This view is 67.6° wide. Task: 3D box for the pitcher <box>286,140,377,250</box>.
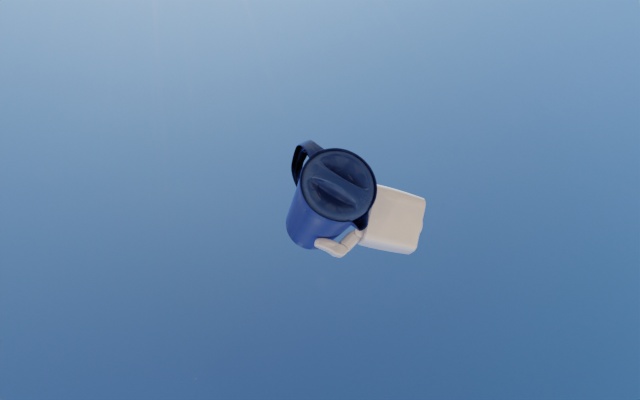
[{"bbox_3d":[0.000,0.003,0.893,0.145,0.149,0.243,14,-23,-9],"label":"pitcher"}]
